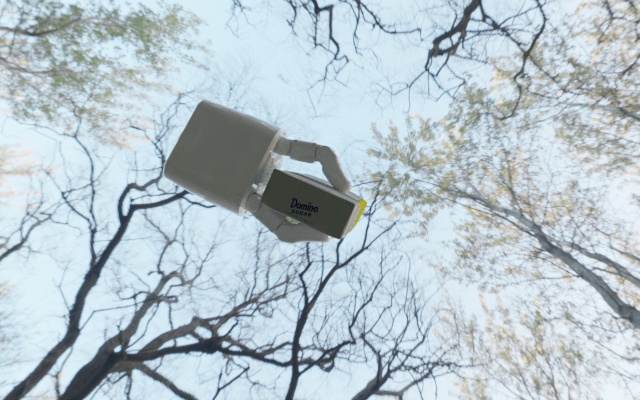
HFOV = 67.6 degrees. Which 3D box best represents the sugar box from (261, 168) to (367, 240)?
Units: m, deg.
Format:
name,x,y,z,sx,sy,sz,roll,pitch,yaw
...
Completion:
name,x,y,z,sx,sy,sz,roll,pitch,yaw
sugar box,0.000,0.002,0.556,0.093,0.048,0.176,24,7,9
